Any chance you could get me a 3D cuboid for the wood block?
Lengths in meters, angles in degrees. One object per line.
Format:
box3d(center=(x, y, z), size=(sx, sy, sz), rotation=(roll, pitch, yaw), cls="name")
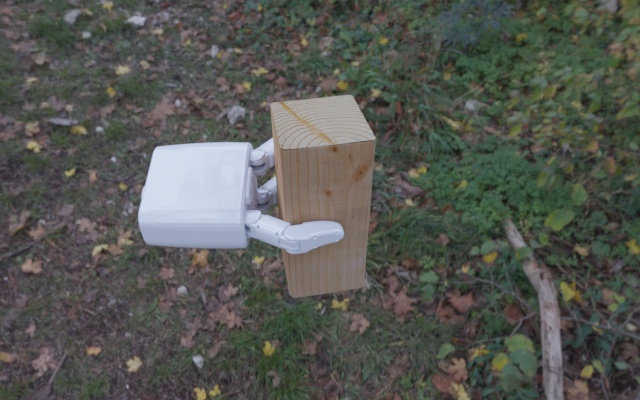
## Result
box3d(center=(0.000, 0.002, 0.525), size=(0.090, 0.206, 0.090), rotation=(-7, 40, -8), cls="wood block")
